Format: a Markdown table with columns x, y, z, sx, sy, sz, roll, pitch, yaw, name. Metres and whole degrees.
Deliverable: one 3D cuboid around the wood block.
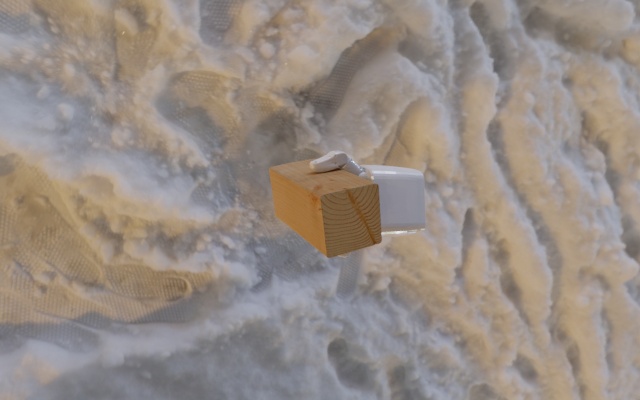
| x | y | z | sx | sy | sz | roll | pitch | yaw | name |
| --- | --- | --- | --- | --- | --- | --- | --- | --- | --- |
| 0.001 | 0.002 | 0.732 | 0.090 | 0.091 | 0.206 | -13 | 19 | -22 | wood block |
